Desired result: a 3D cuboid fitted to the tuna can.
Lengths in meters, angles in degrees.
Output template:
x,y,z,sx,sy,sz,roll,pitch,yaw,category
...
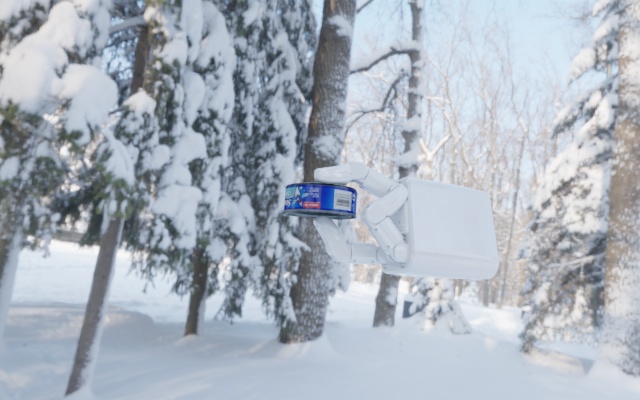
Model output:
x,y,z,sx,sy,sz,roll,pitch,yaw,category
0.000,0.001,0.558,0.086,0.033,0.086,3,-7,0,tuna can
